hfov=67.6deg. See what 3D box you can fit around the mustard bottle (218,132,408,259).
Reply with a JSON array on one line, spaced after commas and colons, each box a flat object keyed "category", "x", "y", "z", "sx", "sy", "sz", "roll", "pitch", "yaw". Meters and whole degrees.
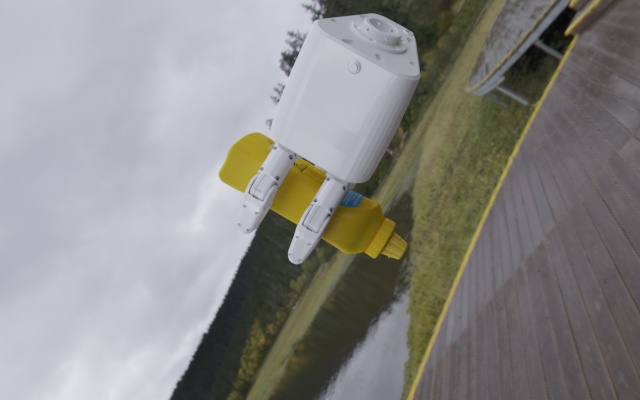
[{"category": "mustard bottle", "x": 0.000, "y": 0.002, "z": 0.477, "sx": 0.191, "sy": 0.058, "sz": 0.096, "roll": 30, "pitch": 15, "yaw": 5}]
